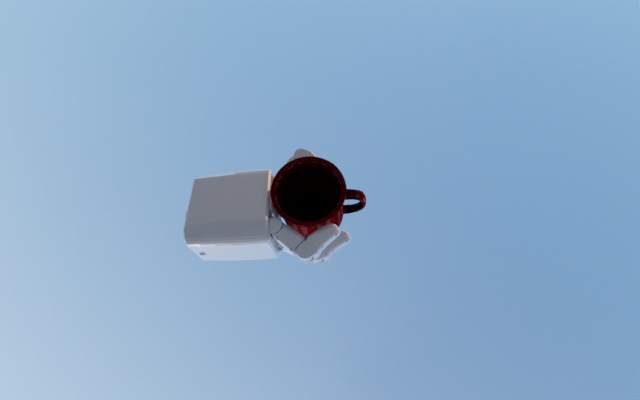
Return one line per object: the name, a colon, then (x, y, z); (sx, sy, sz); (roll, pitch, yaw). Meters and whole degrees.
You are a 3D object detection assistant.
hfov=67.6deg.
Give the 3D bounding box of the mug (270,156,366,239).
mug: (0.002, 0.002, 0.614); (0.117, 0.093, 0.081); (-4, -23, 3)
